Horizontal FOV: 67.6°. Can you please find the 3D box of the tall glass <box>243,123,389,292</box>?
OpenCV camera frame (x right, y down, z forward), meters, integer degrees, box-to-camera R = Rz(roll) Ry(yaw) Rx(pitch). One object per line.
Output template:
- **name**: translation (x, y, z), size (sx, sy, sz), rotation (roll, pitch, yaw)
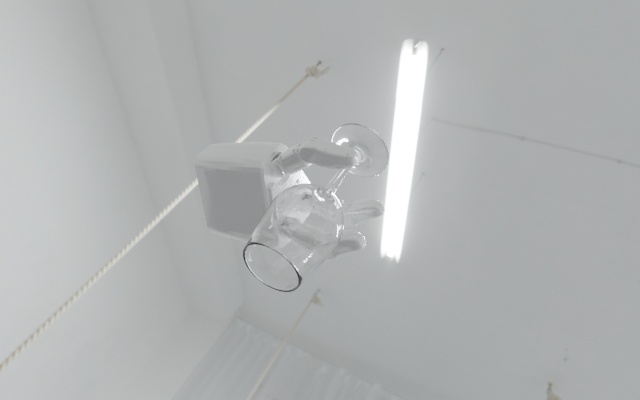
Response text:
- **tall glass**: translation (0.001, 0.001, 0.498), size (0.079, 0.079, 0.201), rotation (0, 37, 35)
